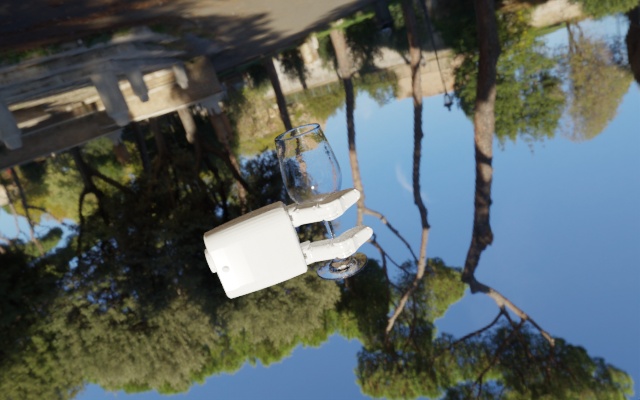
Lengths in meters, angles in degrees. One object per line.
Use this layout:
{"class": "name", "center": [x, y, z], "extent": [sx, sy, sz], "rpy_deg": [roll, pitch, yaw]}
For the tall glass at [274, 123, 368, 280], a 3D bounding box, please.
{"class": "tall glass", "center": [0.000, 0.003, 0.637], "extent": [0.079, 0.201, 0.079], "rpy_deg": [-17, 18, 6]}
